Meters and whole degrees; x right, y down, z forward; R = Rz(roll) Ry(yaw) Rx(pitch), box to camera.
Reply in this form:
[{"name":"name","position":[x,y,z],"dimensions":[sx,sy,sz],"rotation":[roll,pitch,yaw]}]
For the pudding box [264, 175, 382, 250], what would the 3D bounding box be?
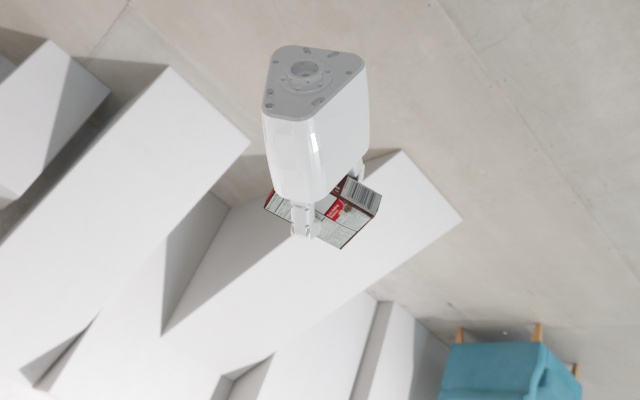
[{"name":"pudding box","position":[0.000,0.002,0.556],"dimensions":[0.113,0.039,0.090],"rotation":[31,-38,-7]}]
